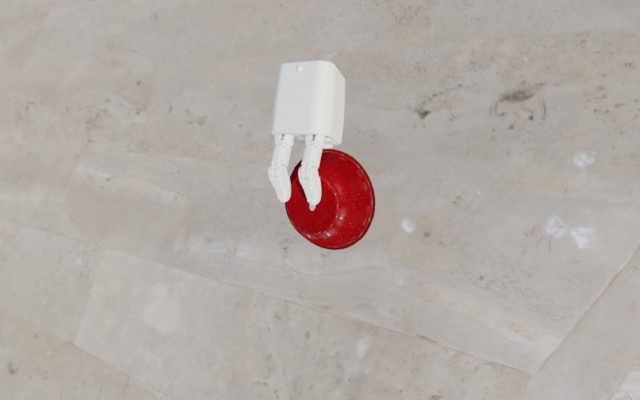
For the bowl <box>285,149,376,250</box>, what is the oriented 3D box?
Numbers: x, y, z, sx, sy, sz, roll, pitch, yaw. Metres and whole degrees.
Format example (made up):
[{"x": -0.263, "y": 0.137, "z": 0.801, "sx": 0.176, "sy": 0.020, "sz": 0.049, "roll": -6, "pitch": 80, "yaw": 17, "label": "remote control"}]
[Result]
[{"x": 0.000, "y": 0.004, "z": 0.731, "sx": 0.162, "sy": 0.162, "sz": 0.055, "roll": 0, "pitch": 8, "yaw": 32, "label": "bowl"}]
